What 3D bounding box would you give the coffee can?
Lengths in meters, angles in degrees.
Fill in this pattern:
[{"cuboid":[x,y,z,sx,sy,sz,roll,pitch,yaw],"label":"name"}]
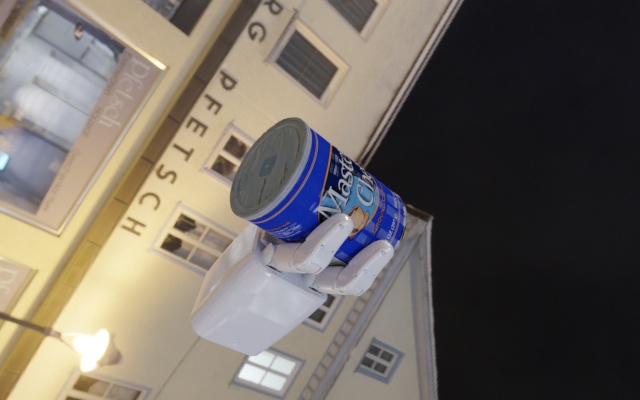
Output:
[{"cuboid":[0.000,0.001,0.459,0.140,0.102,0.103,34,-20,-33],"label":"coffee can"}]
